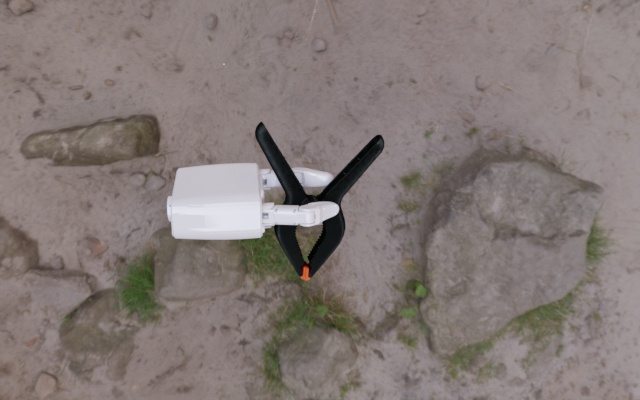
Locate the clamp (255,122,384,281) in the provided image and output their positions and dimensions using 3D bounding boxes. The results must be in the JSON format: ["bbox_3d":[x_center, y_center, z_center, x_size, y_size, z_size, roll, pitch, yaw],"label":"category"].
[{"bbox_3d":[0.000,0.003,0.624,0.164,0.210,0.036,-2,16,-7],"label":"clamp"}]
